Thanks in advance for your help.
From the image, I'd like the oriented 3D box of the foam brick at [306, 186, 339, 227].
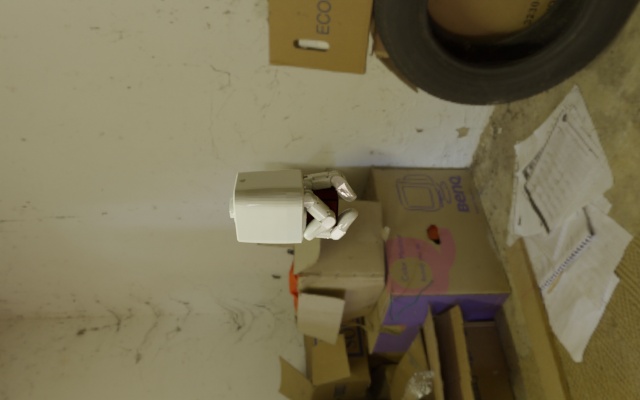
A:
[{"bbox_3d":[0.000,0.003,0.790,0.051,0.053,0.078,-1,27,-4],"label":"foam brick"}]
